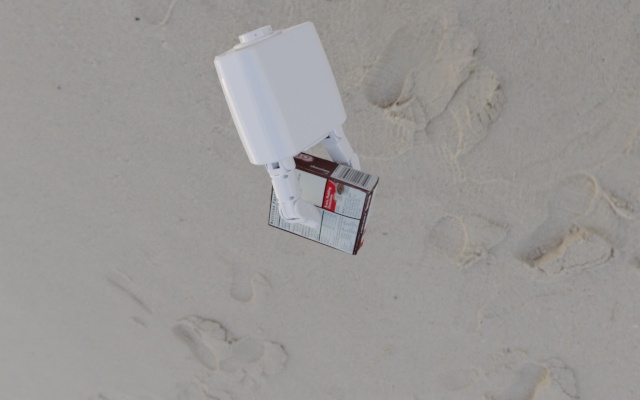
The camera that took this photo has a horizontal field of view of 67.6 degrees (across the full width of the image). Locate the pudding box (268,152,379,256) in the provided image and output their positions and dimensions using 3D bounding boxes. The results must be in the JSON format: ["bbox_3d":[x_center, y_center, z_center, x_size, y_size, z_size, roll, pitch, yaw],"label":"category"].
[{"bbox_3d":[0.000,0.002,0.533,0.113,0.090,0.039,20,36,15],"label":"pudding box"}]
